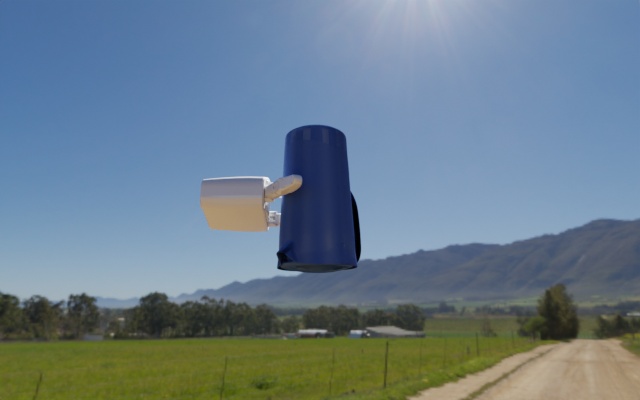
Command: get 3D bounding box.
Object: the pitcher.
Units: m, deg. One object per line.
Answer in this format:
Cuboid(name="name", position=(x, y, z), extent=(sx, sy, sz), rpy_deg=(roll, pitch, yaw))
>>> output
Cuboid(name="pitcher", position=(0.000, 0.003, 0.821), extent=(0.145, 0.242, 0.149), rpy_deg=(0, -13, 0))
